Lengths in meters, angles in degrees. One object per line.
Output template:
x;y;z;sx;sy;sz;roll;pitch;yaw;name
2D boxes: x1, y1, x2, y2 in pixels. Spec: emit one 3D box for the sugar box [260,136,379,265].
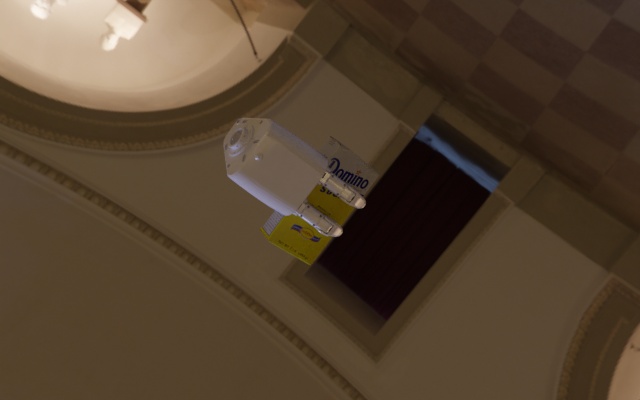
0.000;0.003;0.716;0.093;0.176;0.048;34;6;-35;sugar box
